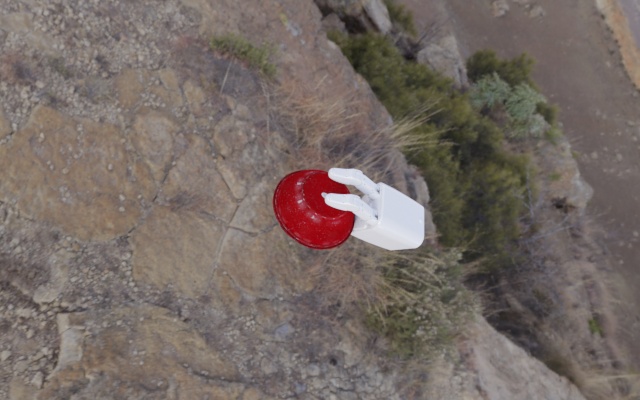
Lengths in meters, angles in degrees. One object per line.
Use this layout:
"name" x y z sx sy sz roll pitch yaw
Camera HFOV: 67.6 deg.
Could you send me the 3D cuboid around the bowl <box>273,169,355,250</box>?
"bowl" -0.001 0.002 0.843 0.162 0.162 0.055 0 -28 -26
